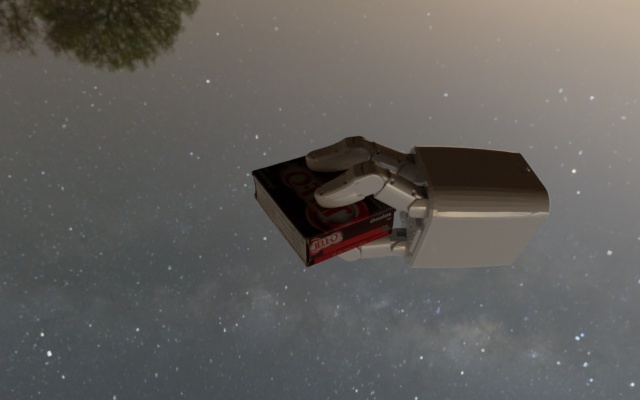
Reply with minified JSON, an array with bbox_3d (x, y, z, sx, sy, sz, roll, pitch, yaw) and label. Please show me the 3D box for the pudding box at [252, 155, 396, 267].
[{"bbox_3d":[0.000,0.002,0.440,0.090,0.039,0.113,-18,40,-25],"label":"pudding box"}]
